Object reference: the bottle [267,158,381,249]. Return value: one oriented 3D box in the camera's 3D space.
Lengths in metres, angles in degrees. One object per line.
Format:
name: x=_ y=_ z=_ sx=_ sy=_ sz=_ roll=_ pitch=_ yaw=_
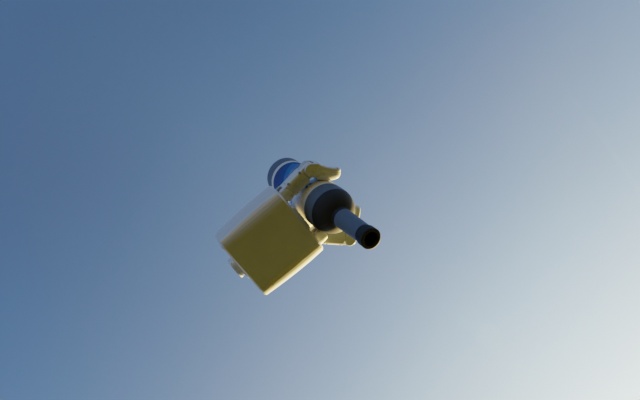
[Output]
bottle: x=0.000 y=0.002 z=0.692 sx=0.069 sy=0.069 sz=0.295 roll=0 pitch=17 yaw=-25
